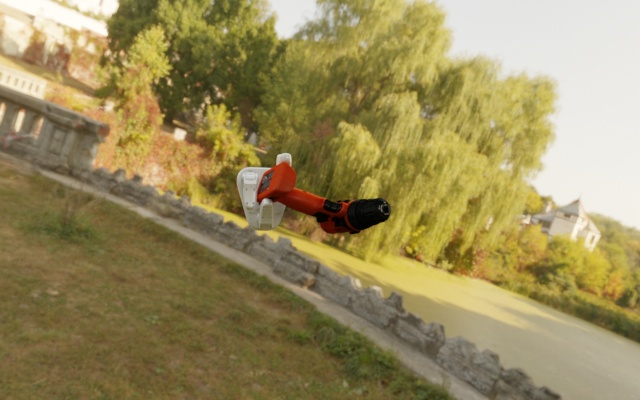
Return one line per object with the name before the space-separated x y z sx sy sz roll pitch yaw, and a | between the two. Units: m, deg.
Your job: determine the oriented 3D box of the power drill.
power drill | 0.000 0.002 0.785 0.188 0.057 0.184 25 -22 -23
